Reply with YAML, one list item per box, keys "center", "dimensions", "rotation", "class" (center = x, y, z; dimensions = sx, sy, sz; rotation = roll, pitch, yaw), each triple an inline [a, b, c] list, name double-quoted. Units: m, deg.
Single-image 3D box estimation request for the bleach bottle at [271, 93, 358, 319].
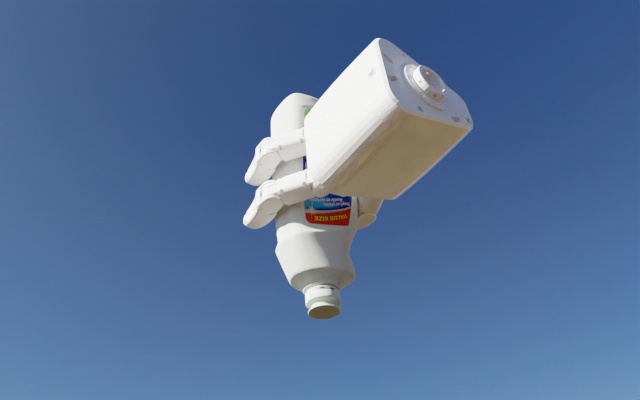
- center: [0.000, 0.002, 0.494]
  dimensions: [0.102, 0.250, 0.068]
  rotation: [20, -45, -29]
  class: "bleach bottle"
